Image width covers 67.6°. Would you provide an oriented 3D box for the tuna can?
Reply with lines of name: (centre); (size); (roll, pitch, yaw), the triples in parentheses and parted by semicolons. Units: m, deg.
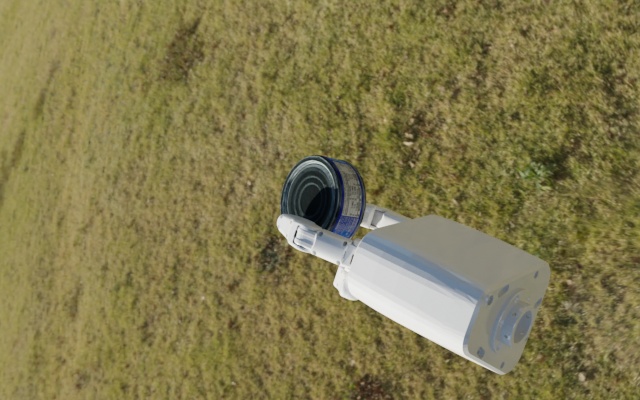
tuna can: (0.000, 0.001, 0.445); (0.034, 0.086, 0.086); (9, -6, -41)
